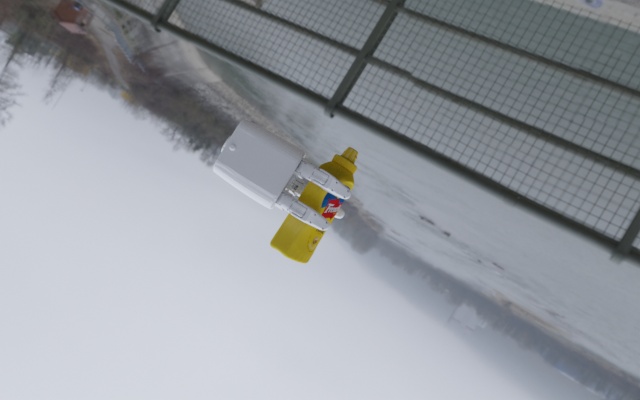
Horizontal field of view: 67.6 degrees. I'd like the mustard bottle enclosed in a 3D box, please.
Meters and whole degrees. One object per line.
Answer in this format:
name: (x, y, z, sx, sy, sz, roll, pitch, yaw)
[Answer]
mustard bottle: (0.000, 0.003, 0.735, 0.058, 0.191, 0.096, 31, -1, 24)
